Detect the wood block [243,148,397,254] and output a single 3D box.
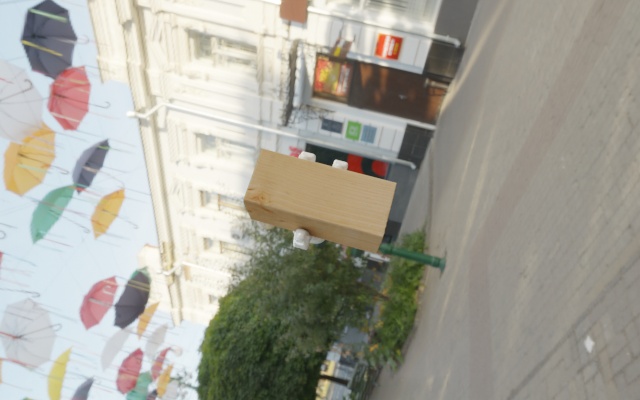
[{"bbox_3d":[0.000,0.003,0.726,0.206,0.090,0.090,15,-20,5],"label":"wood block"}]
